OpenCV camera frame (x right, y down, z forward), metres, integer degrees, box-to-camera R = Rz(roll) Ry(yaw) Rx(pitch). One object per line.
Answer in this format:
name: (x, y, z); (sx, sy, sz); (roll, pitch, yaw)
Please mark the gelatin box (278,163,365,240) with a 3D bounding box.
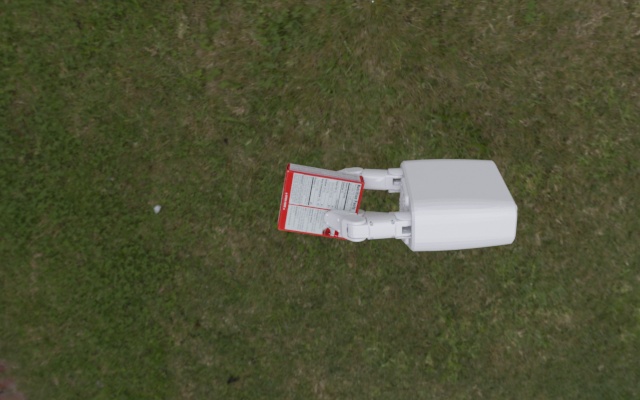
gelatin box: (0.000, 0.002, 0.545); (0.089, 0.073, 0.030); (9, 22, -5)
